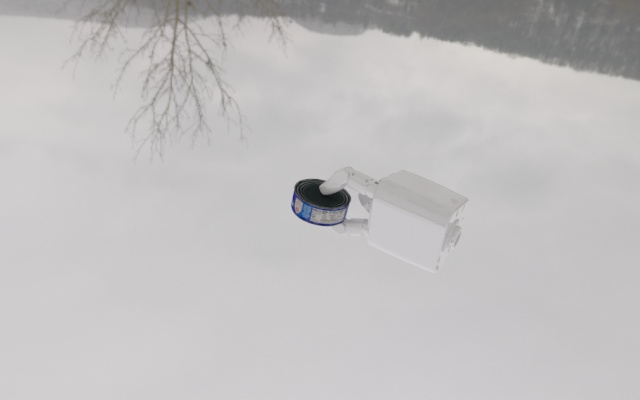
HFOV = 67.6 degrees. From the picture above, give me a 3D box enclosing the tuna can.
[{"bbox_3d":[0.000,0.003,0.706,0.086,0.034,0.086,11,28,-6],"label":"tuna can"}]
